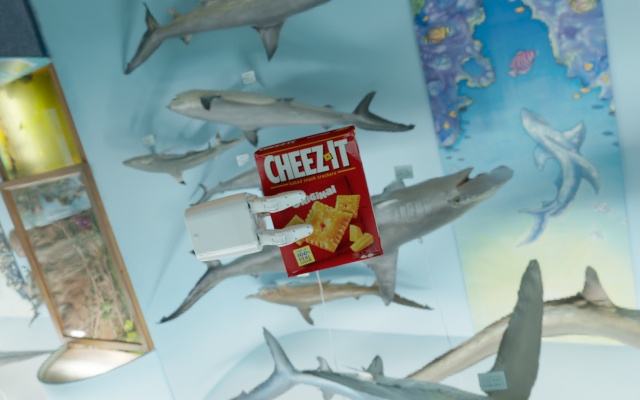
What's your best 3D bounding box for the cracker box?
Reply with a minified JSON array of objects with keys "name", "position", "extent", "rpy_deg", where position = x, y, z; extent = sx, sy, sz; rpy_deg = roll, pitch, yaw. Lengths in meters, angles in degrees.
[{"name":"cracker box","position":[0.000,0.003,0.778],"extent":[0.164,0.214,0.072],"rpy_deg":[-13,13,5]}]
